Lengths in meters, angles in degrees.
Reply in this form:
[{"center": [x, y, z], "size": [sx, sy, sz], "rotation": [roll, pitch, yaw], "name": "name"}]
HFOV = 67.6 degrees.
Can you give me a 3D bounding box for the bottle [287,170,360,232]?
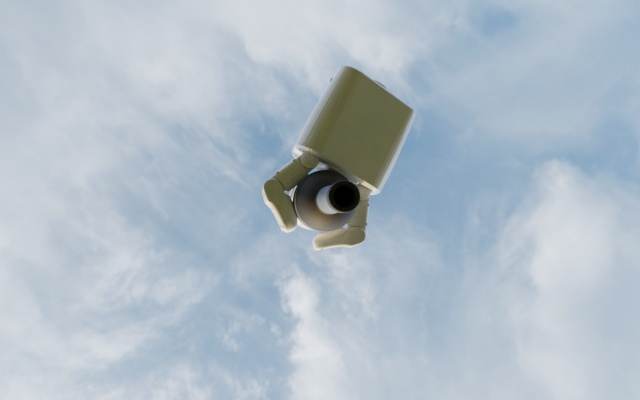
[{"center": [0.000, 0.002, 0.544], "size": [0.069, 0.069, 0.296], "rotation": [0, -2, -8], "name": "bottle"}]
